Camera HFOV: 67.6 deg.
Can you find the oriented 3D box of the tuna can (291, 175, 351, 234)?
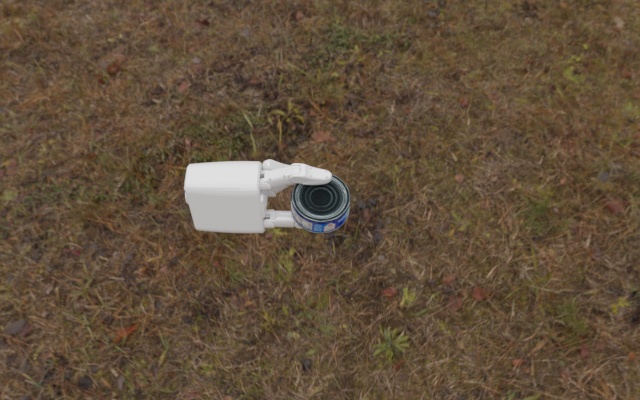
[{"bbox_3d":[0.000,0.002,0.684,0.086,0.086,0.034,0,-31,-3],"label":"tuna can"}]
